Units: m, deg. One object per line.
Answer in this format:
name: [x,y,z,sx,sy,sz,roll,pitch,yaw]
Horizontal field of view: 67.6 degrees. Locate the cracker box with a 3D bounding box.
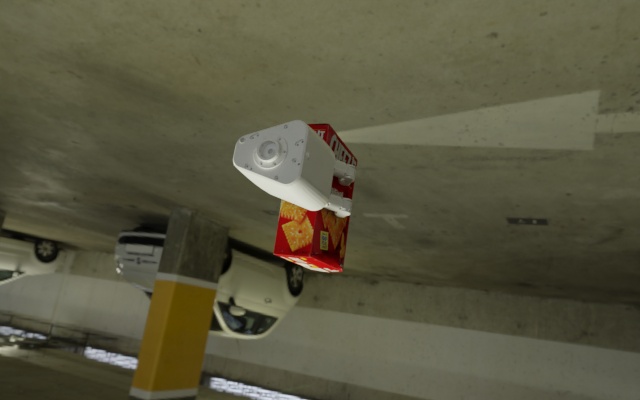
cracker box: [0.000,0.003,0.796,0.072,0.213,0.164,3,-15,21]
